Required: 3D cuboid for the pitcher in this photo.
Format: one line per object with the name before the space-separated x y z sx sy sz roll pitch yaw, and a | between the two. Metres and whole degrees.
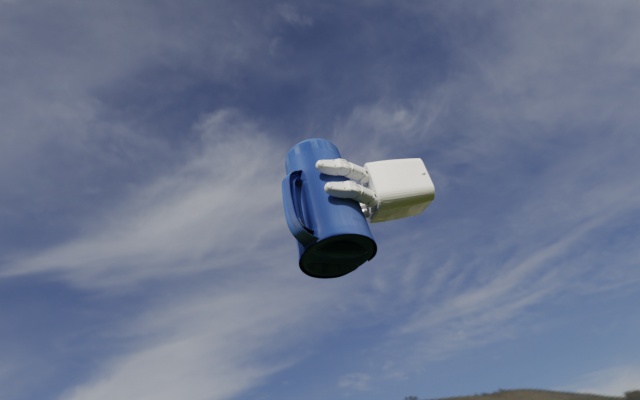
pitcher | 0.000 0.003 0.848 0.145 0.242 0.149 -8 -38 -9
